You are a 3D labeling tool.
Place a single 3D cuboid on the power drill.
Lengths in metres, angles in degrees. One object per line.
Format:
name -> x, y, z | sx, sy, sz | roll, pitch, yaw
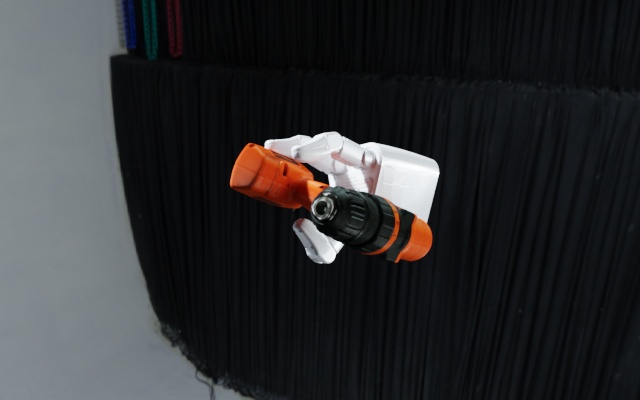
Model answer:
power drill -> 0.000, 0.001, 0.465 | 0.187, 0.057, 0.184 | 26, 2, 35
